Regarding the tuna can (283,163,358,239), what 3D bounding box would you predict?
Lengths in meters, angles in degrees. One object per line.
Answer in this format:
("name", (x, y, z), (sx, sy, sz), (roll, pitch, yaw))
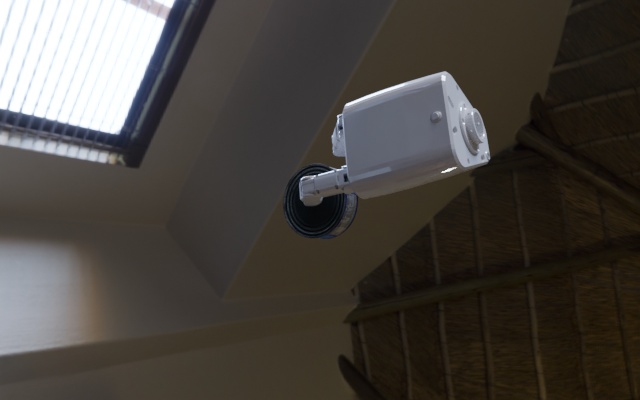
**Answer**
("tuna can", (0.000, 0.002, 0.556), (0.086, 0.086, 0.034), (0, -6, 34))
